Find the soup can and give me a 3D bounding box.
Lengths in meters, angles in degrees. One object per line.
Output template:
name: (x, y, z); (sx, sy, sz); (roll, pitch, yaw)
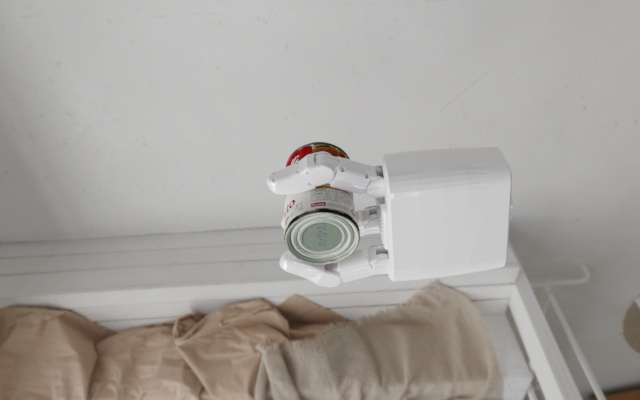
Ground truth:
soup can: (0.000, 0.002, 0.447); (0.068, 0.069, 0.102); (0, 41, -3)
